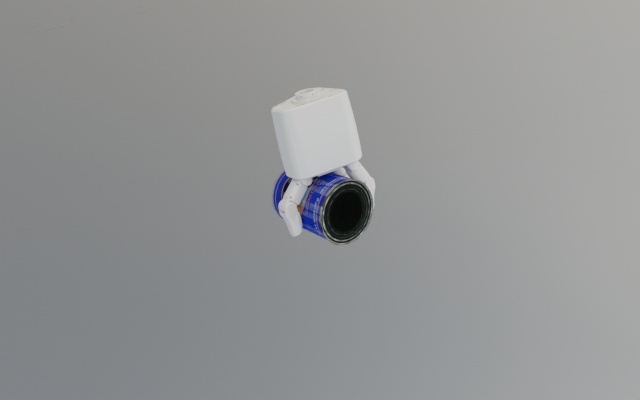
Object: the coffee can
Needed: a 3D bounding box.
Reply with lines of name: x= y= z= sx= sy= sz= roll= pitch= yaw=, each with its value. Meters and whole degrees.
coffee can: x=0.000 y=0.003 z=0.764 sx=0.103 sy=0.103 sz=0.140 roll=0 pitch=13 yaw=-37
